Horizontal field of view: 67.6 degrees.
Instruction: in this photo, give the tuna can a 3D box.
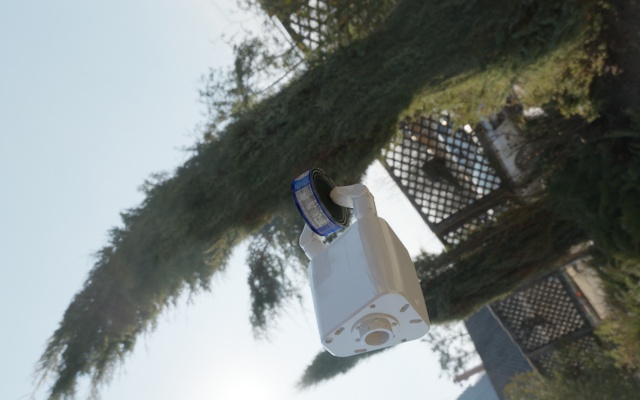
[{"bbox_3d":[0.000,0.002,0.605,0.034,0.086,0.086,-29,-10,19],"label":"tuna can"}]
